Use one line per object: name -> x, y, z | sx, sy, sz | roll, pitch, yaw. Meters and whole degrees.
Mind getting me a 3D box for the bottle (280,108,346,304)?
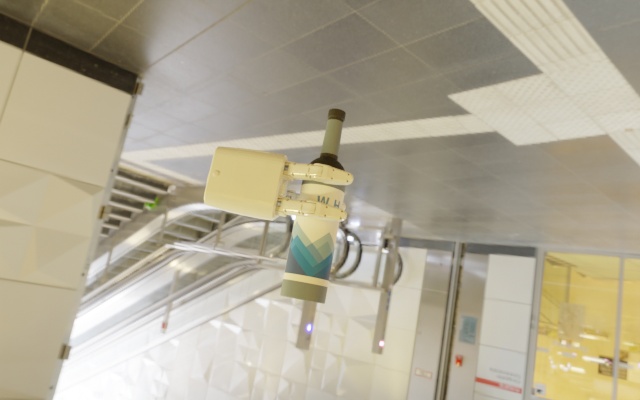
bottle -> 0.000, 0.003, 0.722 | 0.069, 0.295, 0.069 | 10, -11, 2
